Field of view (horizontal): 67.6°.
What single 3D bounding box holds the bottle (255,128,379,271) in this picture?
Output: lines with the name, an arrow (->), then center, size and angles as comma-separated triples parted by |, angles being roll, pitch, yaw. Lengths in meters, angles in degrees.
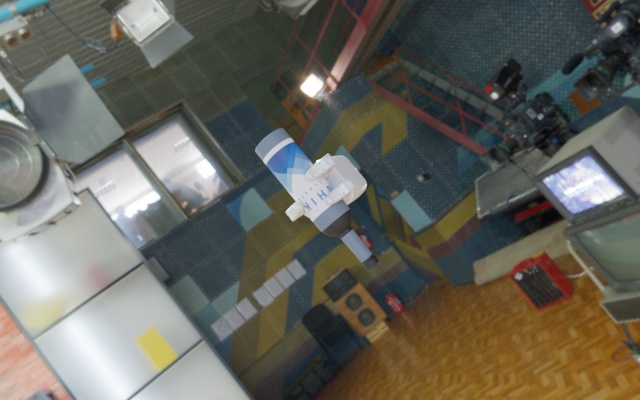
bottle -> 0.000, 0.003, 0.857 | 0.069, 0.295, 0.069 | -39, -5, -4
